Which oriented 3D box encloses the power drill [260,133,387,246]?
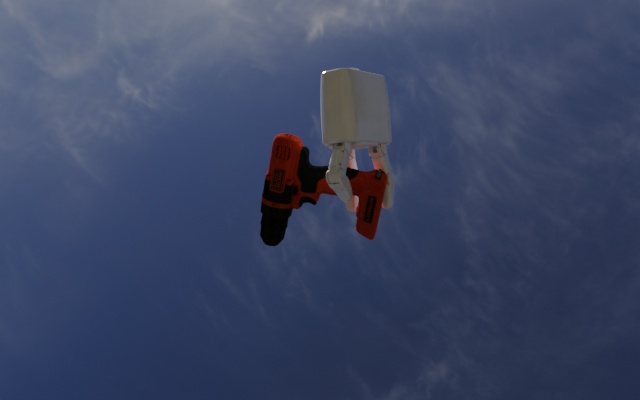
[{"bbox_3d":[0.001,0.002,0.739,0.187,0.184,0.057,13,20,7],"label":"power drill"}]
